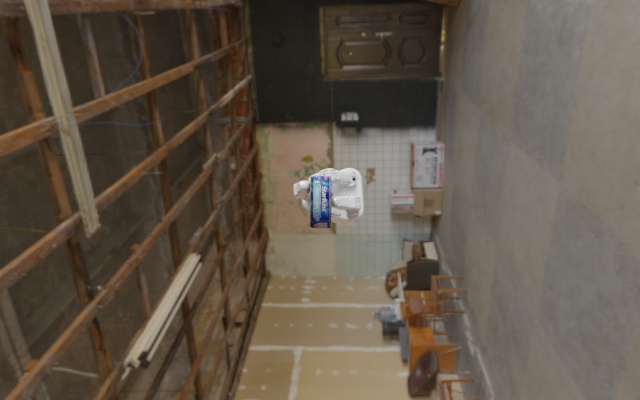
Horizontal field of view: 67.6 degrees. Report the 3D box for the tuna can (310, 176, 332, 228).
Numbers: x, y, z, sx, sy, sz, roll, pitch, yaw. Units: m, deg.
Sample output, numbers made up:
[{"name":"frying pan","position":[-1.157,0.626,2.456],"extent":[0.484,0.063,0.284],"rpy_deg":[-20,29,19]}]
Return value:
[{"name":"tuna can","position":[0.000,0.003,0.775],"extent":[0.034,0.086,0.086],"rpy_deg":[0,0,-1]}]
